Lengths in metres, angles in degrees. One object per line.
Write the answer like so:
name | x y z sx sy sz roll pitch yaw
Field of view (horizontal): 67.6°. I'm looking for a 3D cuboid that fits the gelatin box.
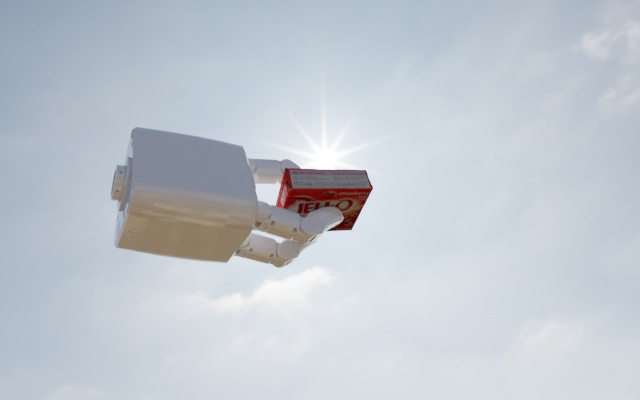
gelatin box | 0.000 0.001 0.494 0.089 0.030 0.073 -1 -38 -19
